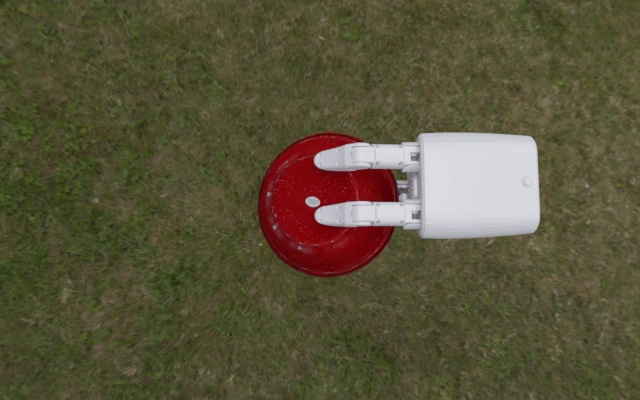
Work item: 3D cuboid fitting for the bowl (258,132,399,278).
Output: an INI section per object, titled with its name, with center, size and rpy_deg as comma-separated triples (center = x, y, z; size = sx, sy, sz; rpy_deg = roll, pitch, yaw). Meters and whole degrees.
[bowl]
center = -0.001, 0.002, 0.505
size = 0.162, 0.162, 0.055
rpy_deg = 0, -5, 14
